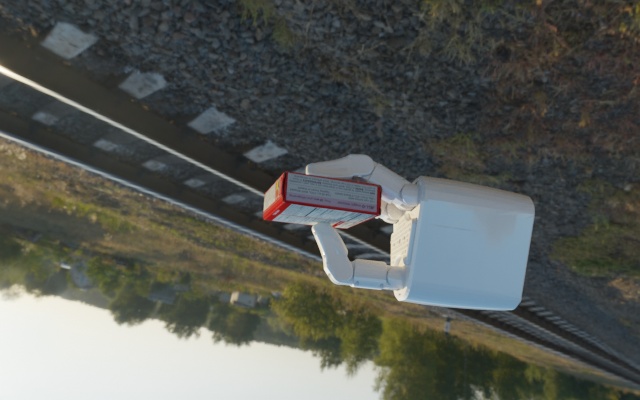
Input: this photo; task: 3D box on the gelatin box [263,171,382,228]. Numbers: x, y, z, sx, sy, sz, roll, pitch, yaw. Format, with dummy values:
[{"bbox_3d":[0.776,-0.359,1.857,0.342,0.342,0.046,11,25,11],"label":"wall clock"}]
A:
[{"bbox_3d":[0.000,0.002,0.426,0.089,0.030,0.073,7,-15,-18],"label":"gelatin box"}]
